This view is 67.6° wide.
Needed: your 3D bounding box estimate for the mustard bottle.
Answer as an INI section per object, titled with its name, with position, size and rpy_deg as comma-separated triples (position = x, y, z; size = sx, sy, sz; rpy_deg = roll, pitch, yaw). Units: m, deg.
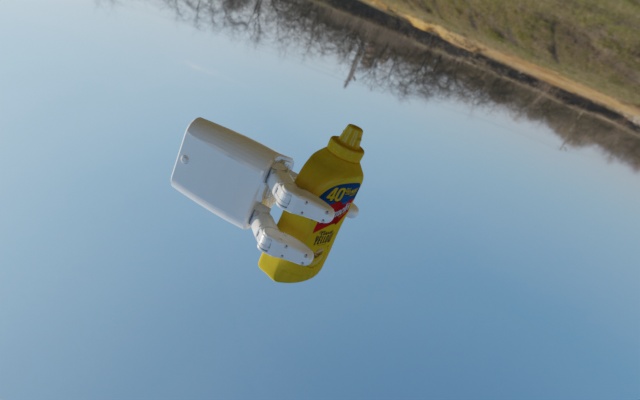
[mustard bottle]
position = 0.000, 0.002, 0.545
size = 0.058, 0.192, 0.096
rpy_deg = 38, 25, 30
